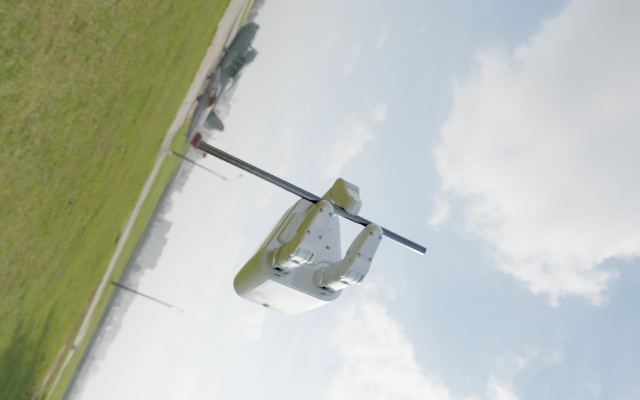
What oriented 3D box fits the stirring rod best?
[{"bbox_3d":[0.000,0.001,0.443,0.239,0.011,0.011,25,-8,-17],"label":"stirring rod"}]
